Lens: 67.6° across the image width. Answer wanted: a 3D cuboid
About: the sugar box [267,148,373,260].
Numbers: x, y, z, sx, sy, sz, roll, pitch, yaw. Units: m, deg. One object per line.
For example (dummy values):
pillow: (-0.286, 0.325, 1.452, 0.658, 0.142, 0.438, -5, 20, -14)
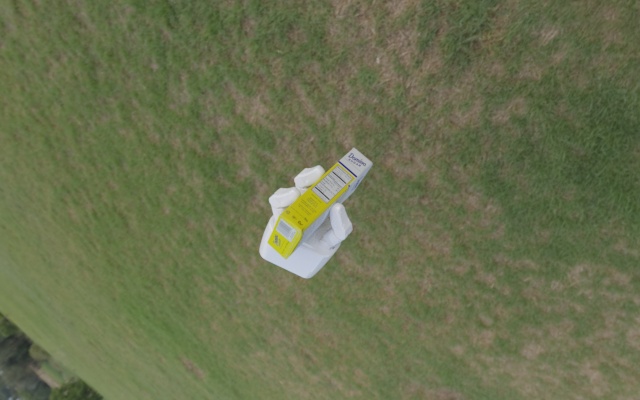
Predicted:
sugar box: (0.000, 0.002, 0.713, 0.176, 0.048, 0.093, -46, -7, -34)
